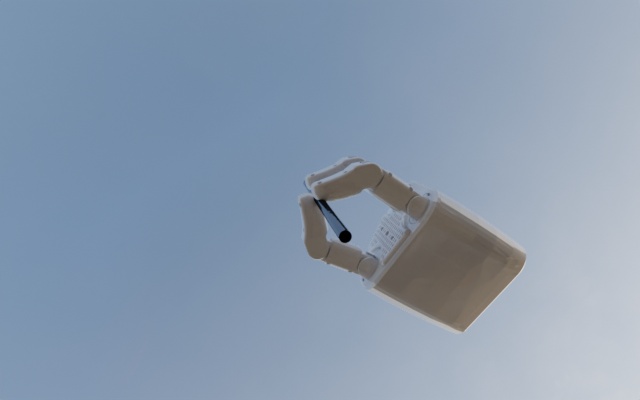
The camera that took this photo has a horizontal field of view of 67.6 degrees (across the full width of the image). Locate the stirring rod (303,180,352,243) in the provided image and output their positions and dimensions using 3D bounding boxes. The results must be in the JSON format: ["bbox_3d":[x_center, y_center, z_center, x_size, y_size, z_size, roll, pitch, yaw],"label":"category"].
[{"bbox_3d":[0.000,0.001,0.403,0.011,0.011,0.239,0,10,-7],"label":"stirring rod"}]
